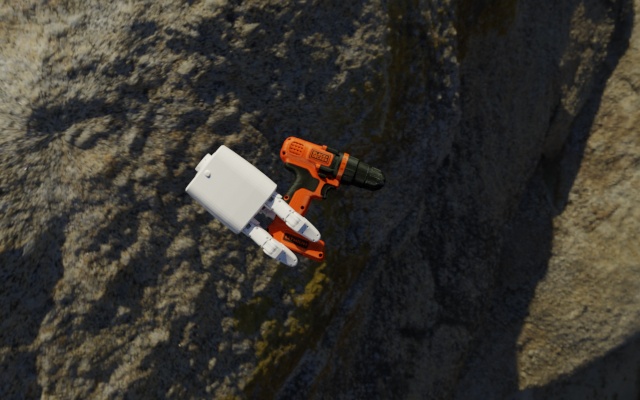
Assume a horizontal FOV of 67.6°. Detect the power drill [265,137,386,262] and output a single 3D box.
[{"bbox_3d":[0.000,0.003,0.796,0.184,0.187,0.057,20,-13,1],"label":"power drill"}]
